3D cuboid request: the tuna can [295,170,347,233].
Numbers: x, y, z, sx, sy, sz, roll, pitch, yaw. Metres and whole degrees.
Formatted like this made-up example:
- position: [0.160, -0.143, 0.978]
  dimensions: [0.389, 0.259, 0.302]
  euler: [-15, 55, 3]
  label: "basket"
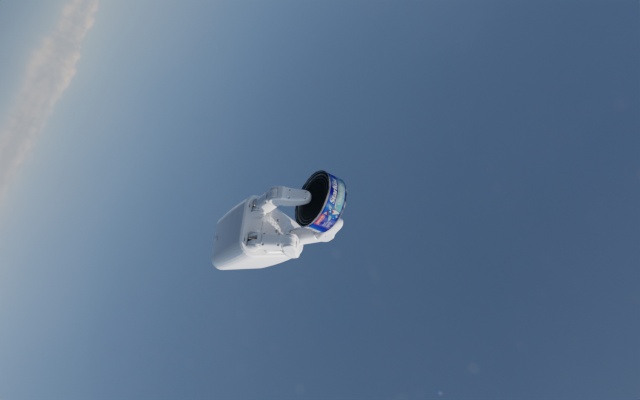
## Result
- position: [0.001, 0.002, 0.683]
  dimensions: [0.034, 0.086, 0.086]
  euler: [23, -11, -27]
  label: "tuna can"
